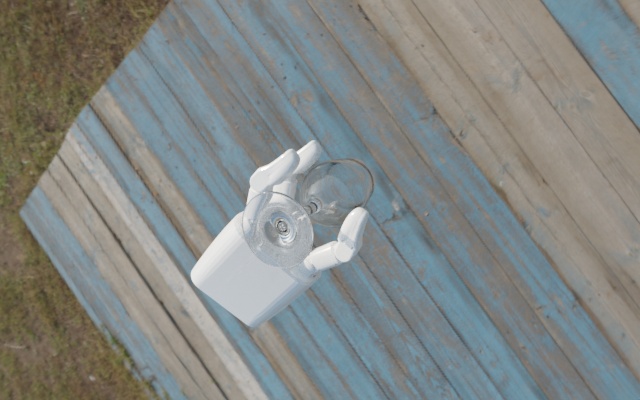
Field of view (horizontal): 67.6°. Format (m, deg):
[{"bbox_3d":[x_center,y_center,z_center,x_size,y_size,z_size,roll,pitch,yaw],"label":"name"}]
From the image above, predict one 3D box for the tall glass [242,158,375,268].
[{"bbox_3d":[0.000,0.002,0.522,0.079,0.079,0.201,0,15,26],"label":"tall glass"}]
